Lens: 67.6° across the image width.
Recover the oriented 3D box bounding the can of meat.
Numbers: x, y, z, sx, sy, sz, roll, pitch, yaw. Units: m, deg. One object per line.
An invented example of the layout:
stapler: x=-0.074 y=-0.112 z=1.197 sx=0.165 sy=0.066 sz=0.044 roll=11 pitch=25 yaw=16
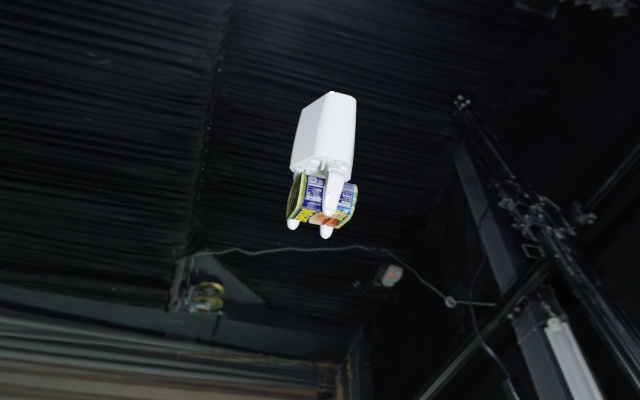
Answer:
can of meat: x=0.000 y=0.002 z=0.713 sx=0.084 sy=0.057 sz=0.102 roll=11 pitch=-18 yaw=-11
